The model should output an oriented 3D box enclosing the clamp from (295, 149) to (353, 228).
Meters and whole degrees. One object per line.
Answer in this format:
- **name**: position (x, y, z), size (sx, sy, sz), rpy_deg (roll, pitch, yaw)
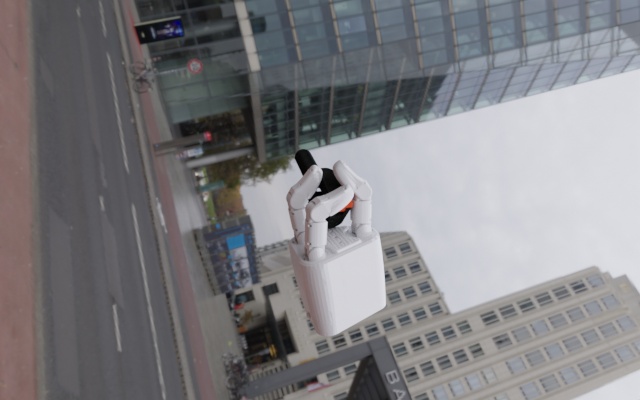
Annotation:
- **clamp**: position (0.001, 0.002, 0.655), size (0.039, 0.120, 0.171), rpy_deg (-14, 20, -13)
